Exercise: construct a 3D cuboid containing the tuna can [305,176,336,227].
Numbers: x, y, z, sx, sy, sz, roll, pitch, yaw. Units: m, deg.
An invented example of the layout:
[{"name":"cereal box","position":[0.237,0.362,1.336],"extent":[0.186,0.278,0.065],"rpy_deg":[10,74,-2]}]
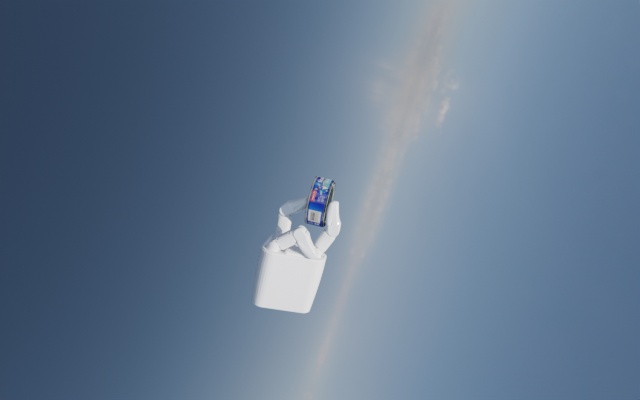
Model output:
[{"name":"tuna can","position":[0.001,0.003,0.832],"extent":[0.034,0.086,0.086],"rpy_deg":[14,2,8]}]
